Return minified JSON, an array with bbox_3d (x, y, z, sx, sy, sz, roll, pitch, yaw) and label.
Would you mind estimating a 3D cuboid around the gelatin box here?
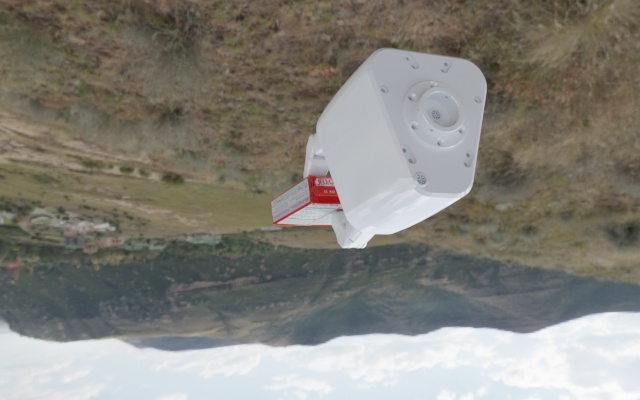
[{"bbox_3d":[0.000,0.002,0.493,0.073,0.030,0.089,2,-19,-31],"label":"gelatin box"}]
